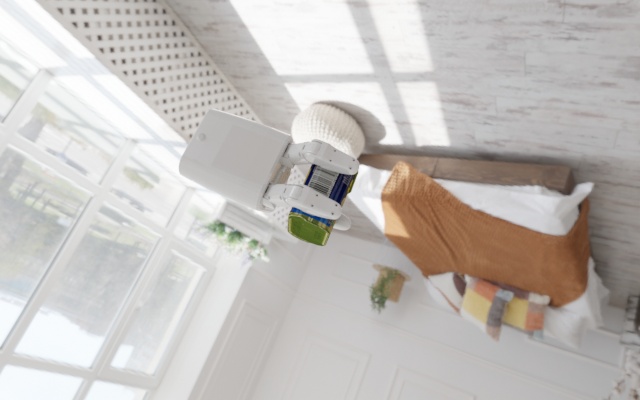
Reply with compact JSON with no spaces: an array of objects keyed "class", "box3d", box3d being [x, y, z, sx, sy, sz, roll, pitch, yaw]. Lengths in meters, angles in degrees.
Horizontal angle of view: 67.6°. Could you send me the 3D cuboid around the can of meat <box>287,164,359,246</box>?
[{"class":"can of meat","box3d":[0.000,0.002,0.571,0.057,0.084,0.102,23,-18,4]}]
